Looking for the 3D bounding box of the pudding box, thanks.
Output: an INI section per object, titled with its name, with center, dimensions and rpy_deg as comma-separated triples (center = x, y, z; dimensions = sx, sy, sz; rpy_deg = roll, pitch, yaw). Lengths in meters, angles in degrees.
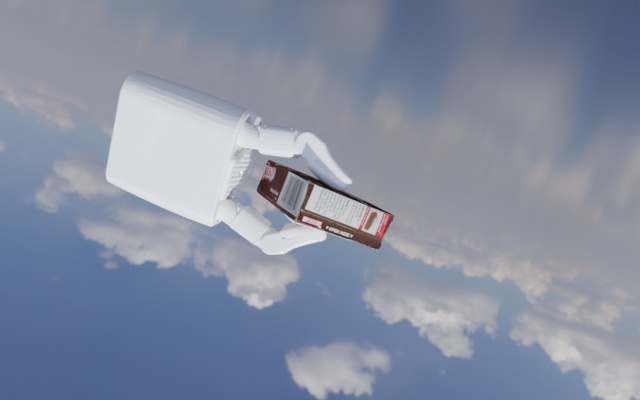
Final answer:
[pudding box]
center = 0.000, 0.002, 0.443
dimensions = 0.090, 0.039, 0.113
rpy_deg = 20, 7, -27
